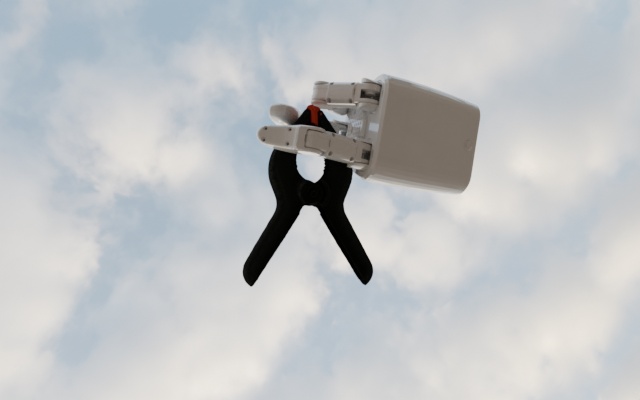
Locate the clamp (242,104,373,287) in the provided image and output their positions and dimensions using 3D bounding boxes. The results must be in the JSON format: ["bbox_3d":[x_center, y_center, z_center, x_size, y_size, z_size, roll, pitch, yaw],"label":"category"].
[{"bbox_3d":[0.000,0.001,0.444,0.120,0.171,0.039,11,-3,-18],"label":"clamp"}]
